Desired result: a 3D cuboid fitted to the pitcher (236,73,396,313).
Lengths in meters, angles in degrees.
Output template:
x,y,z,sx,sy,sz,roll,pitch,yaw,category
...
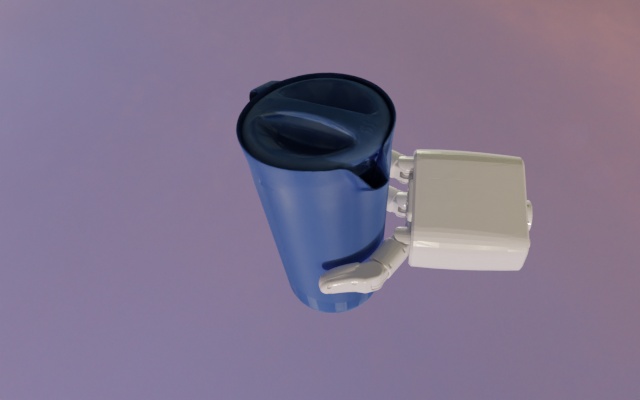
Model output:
x,y,z,sx,sy,sz,roll,pitch,yaw,category
0.000,0.002,0.484,0.145,0.149,0.243,2,-42,8,pitcher
